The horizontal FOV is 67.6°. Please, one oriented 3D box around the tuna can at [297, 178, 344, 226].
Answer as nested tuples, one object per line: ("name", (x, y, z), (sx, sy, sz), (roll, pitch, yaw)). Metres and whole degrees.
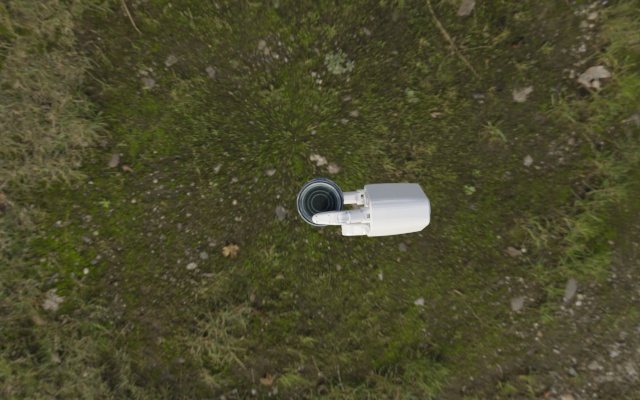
("tuna can", (0.000, 0.003, 0.863), (0.086, 0.086, 0.033), (0, 8, 3))
